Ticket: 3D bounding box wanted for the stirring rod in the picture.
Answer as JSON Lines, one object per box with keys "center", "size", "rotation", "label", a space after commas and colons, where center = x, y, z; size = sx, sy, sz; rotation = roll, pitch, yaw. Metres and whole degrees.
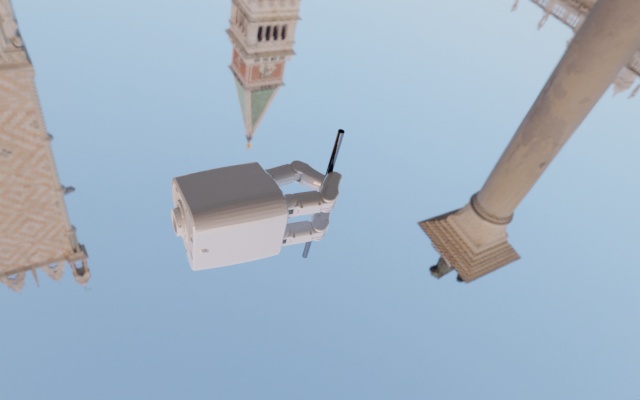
{"center": [0.000, 0.002, 0.632], "size": [0.011, 0.011, 0.240], "rotation": [0, -43, -16], "label": "stirring rod"}
